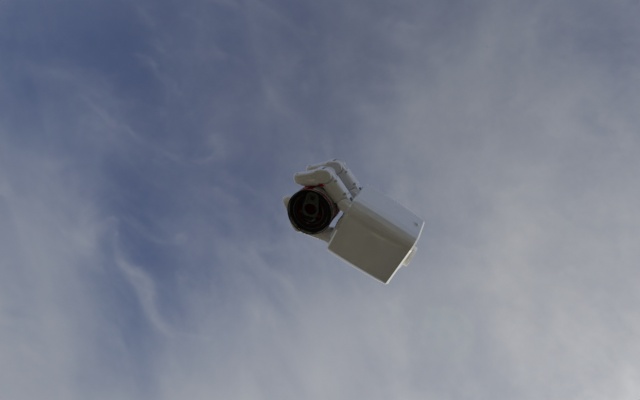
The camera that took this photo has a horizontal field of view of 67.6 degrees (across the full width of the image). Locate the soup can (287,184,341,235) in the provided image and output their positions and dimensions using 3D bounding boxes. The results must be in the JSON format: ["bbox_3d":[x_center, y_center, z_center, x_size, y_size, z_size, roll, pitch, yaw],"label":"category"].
[{"bbox_3d":[0.000,0.002,0.722,0.068,0.068,0.102,0,17,19],"label":"soup can"}]
